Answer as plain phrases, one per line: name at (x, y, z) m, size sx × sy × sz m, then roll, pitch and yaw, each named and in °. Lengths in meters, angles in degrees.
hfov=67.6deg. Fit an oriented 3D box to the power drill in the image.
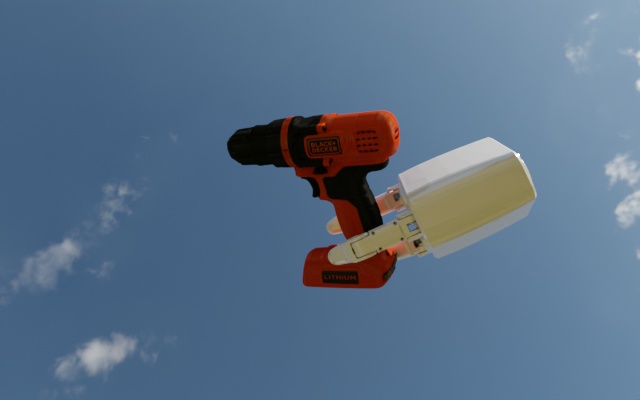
power drill at (0.000, 0.002, 0.505) m, size 0.184 × 0.188 × 0.057 m, roll -2°, pitch 25°, yaw 24°
